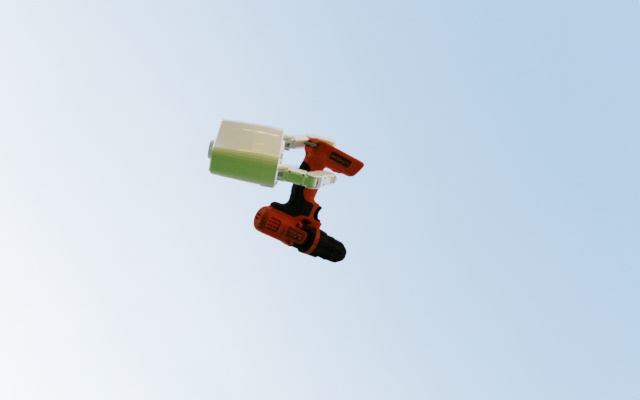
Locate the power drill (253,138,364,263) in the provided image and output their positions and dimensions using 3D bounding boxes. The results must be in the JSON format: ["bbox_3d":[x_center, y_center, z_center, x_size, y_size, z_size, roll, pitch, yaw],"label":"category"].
[{"bbox_3d":[0.000,0.002,0.821,0.184,0.187,0.057,26,-1,-28],"label":"power drill"}]
